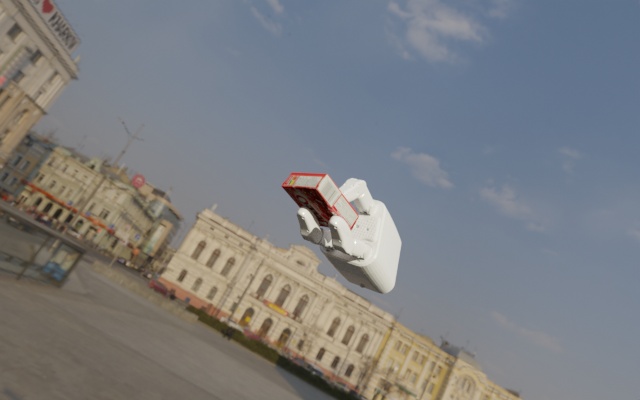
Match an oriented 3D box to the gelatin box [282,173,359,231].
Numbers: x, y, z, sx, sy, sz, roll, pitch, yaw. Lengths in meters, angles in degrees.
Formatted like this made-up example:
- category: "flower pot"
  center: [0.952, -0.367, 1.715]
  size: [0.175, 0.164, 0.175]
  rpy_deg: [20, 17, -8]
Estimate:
- category: "gelatin box"
  center: [0.000, 0.002, 0.648]
  size: [0.073, 0.030, 0.089]
  rpy_deg: [7, -36, 47]
